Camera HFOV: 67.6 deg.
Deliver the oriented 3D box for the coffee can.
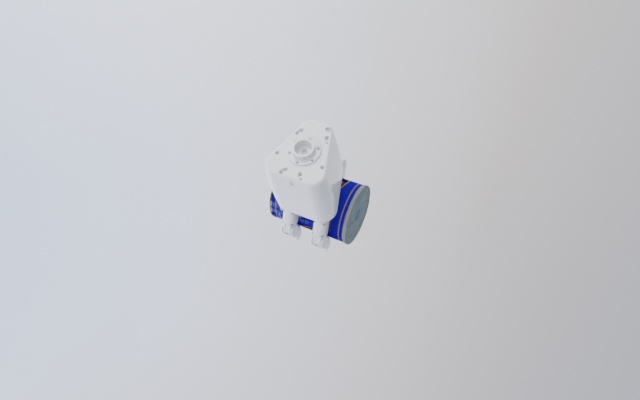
[{"bbox_3d":[0.000,0.003,0.807,0.140,0.103,0.103,19,6,18],"label":"coffee can"}]
